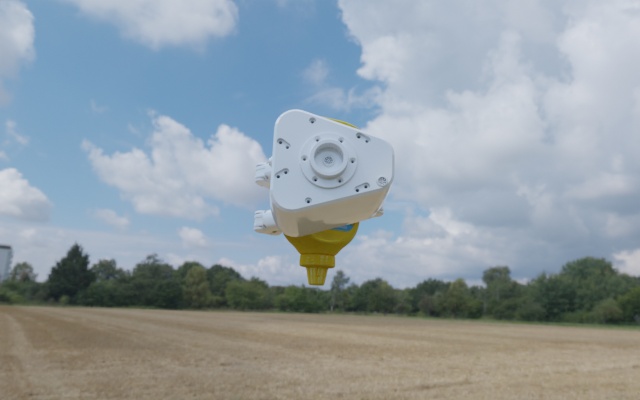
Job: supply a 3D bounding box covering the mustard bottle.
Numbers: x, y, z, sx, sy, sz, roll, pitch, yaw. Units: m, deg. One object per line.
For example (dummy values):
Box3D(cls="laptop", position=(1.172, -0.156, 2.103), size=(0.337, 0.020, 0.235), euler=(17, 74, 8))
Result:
Box3D(cls="mustard bottle", position=(0.000, 0.002, 0.557), size=(0.096, 0.191, 0.058), euler=(9, -15, -25))
